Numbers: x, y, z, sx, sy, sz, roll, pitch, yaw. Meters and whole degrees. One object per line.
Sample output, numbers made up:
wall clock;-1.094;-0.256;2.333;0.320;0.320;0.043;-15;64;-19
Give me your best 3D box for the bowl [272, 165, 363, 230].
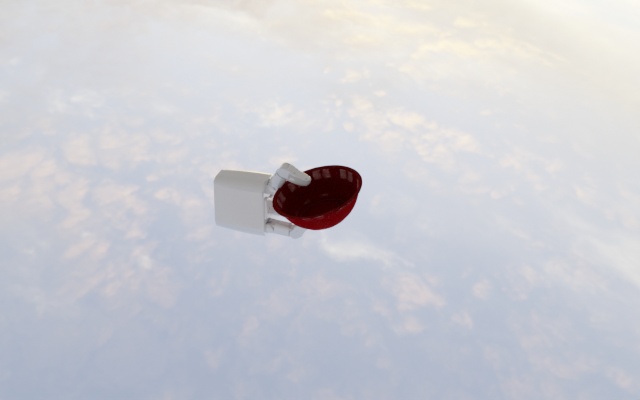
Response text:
bowl;0.001;0.003;0.836;0.162;0.055;0.162;-13;32;8
